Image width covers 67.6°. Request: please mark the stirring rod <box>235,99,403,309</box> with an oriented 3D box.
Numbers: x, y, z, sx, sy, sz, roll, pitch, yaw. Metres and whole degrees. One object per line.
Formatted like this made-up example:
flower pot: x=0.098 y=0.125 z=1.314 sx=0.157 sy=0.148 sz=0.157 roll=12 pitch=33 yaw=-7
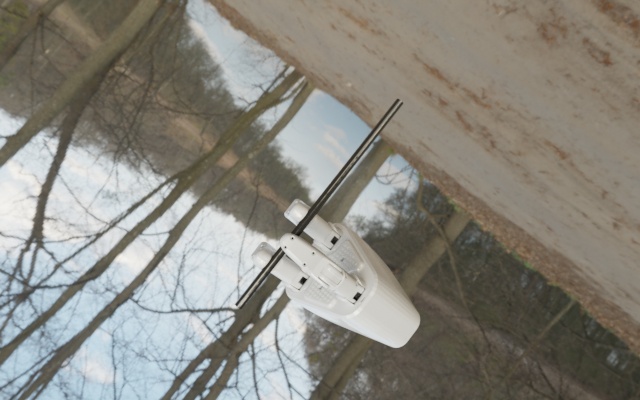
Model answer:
stirring rod: x=0.000 y=0.001 z=0.439 sx=0.011 sy=0.239 sz=0.011 roll=38 pitch=-4 yaw=3
